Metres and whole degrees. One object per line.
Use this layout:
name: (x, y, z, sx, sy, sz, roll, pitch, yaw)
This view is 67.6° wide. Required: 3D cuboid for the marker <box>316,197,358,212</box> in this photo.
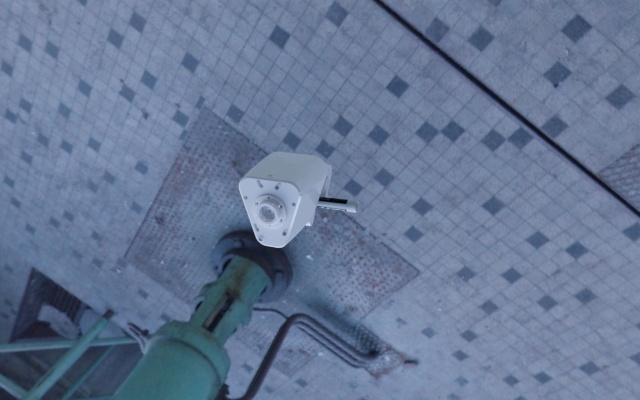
marker: (0.000, 0.002, 0.765, 0.121, 0.020, 0.020, 7, 2, 17)
